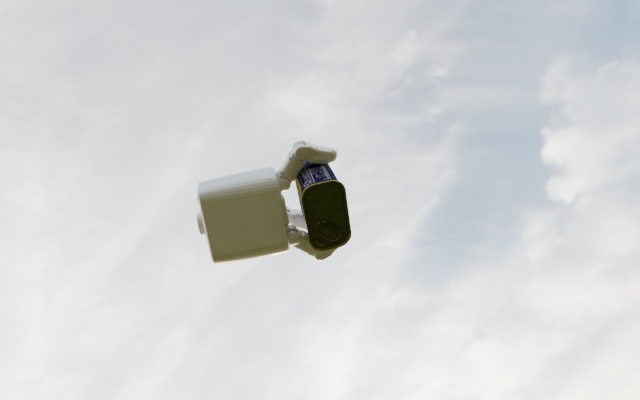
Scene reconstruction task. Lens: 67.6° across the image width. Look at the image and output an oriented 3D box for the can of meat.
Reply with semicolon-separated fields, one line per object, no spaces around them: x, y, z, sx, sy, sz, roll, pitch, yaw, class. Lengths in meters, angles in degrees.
0.000;0.002;0.645;0.057;0.102;0.084;-14;31;-6;can of meat
